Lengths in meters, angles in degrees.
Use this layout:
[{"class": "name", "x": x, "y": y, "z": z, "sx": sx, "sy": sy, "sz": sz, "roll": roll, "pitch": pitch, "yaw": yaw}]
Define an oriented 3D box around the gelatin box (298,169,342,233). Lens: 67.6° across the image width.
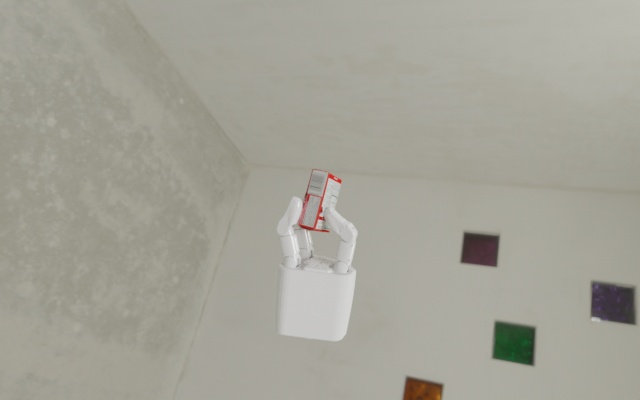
[{"class": "gelatin box", "x": 0.001, "y": 0.002, "z": 0.722, "sx": 0.030, "sy": 0.089, "sz": 0.073, "roll": 14, "pitch": -1, "yaw": 19}]
